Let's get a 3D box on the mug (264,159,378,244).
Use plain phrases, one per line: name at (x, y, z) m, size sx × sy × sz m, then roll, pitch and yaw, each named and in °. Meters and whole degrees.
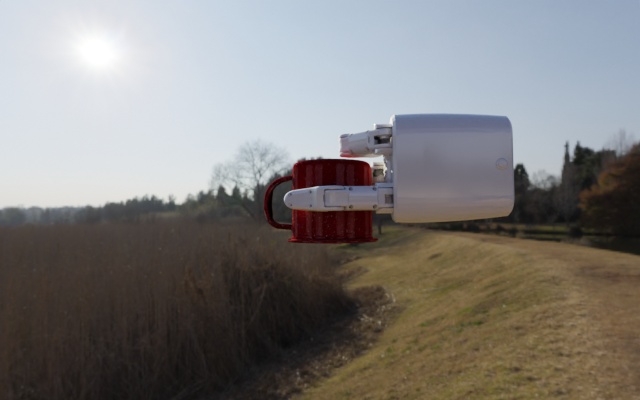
mug at (-0.001, 0.001, 0.493) m, size 0.117 × 0.081 × 0.093 m, roll -1°, pitch -2°, yaw 4°
